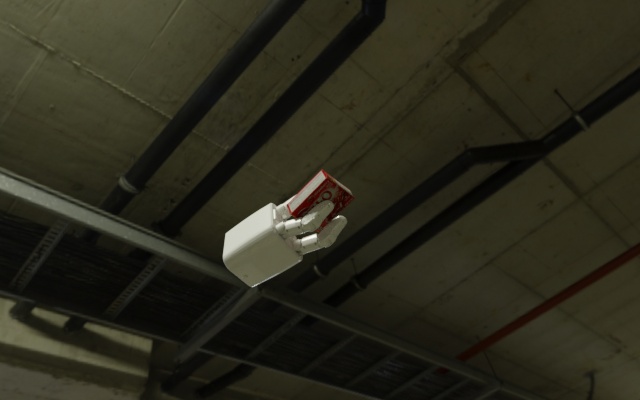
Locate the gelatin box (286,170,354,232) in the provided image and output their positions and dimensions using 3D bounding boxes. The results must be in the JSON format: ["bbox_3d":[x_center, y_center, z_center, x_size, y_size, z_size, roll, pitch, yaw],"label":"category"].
[{"bbox_3d":[0.000,0.002,0.795,0.073,0.089,0.030,35,17,-38],"label":"gelatin box"}]
